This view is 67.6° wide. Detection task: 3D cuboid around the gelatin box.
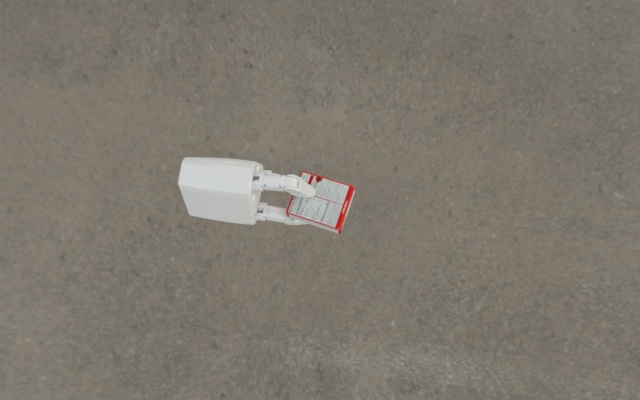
[{"bbox_3d":[0.000,0.002,0.734,0.089,0.073,0.030,17,-15,10],"label":"gelatin box"}]
